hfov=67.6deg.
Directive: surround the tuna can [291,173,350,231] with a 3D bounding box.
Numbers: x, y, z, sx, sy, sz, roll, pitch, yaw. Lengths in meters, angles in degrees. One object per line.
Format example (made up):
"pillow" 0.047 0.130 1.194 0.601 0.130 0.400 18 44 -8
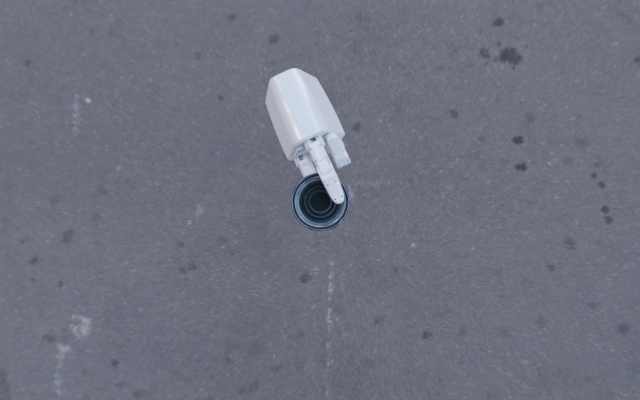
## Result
"tuna can" 0.000 0.002 0.695 0.086 0.086 0.034 0 -2 1
